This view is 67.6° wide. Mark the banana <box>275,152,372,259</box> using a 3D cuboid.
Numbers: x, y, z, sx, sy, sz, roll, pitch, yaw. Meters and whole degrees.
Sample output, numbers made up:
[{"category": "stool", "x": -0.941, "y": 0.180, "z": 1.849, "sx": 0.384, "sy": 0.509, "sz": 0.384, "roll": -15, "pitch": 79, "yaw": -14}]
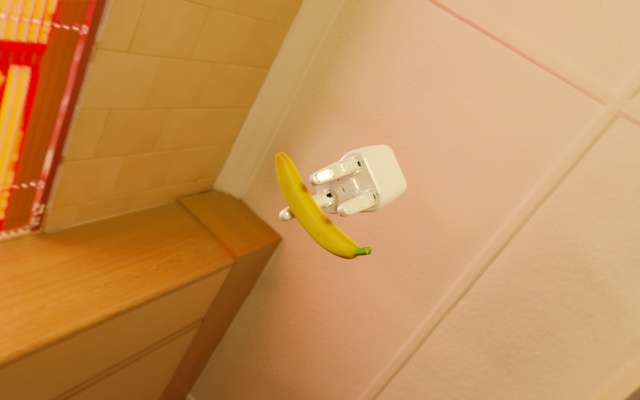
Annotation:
[{"category": "banana", "x": -0.006, "y": 0.017, "z": 0.679, "sx": 0.037, "sy": 0.197, "sz": 0.070, "roll": -24, "pitch": -26, "yaw": -48}]
